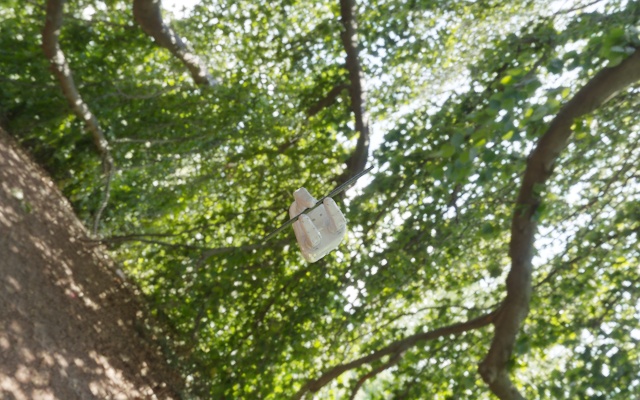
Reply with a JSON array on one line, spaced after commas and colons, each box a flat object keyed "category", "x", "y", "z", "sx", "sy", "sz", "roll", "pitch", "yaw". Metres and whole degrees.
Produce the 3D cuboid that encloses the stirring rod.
[{"category": "stirring rod", "x": 0.000, "y": 0.003, "z": 0.856, "sx": 0.239, "sy": 0.011, "sz": 0.011, "roll": -34, "pitch": 8, "yaw": -12}]
